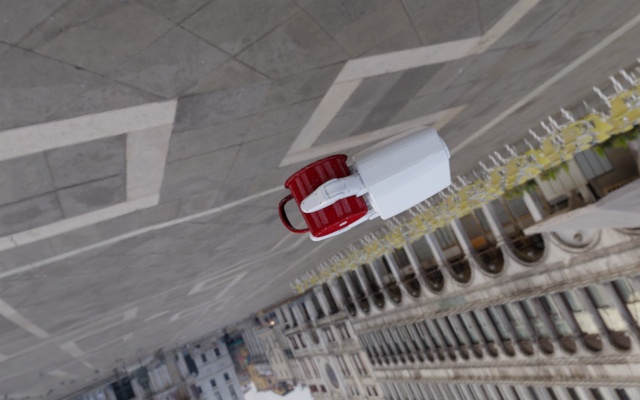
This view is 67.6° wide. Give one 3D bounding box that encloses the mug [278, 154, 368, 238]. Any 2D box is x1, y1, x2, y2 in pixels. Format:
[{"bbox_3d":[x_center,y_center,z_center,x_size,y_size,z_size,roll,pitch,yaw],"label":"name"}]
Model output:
[{"bbox_3d":[-0.001,0.003,0.628,0.117,0.081,0.093,-27,-10,7],"label":"mug"}]
